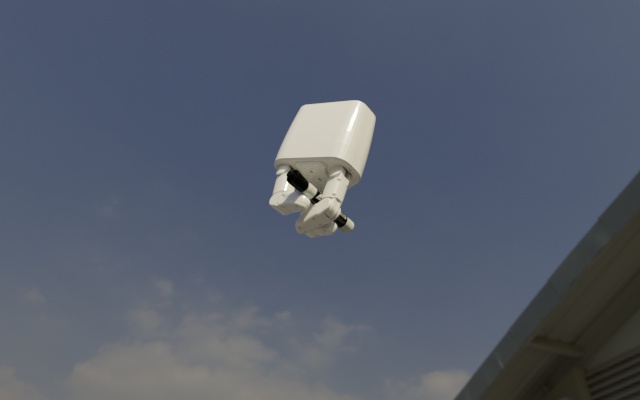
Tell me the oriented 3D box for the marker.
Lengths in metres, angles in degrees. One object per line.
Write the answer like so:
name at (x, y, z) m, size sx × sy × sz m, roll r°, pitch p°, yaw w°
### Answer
marker at (0.000, 0.002, 0.586) m, size 0.020 × 0.020 × 0.121 m, roll 0°, pitch -34°, yaw 47°
